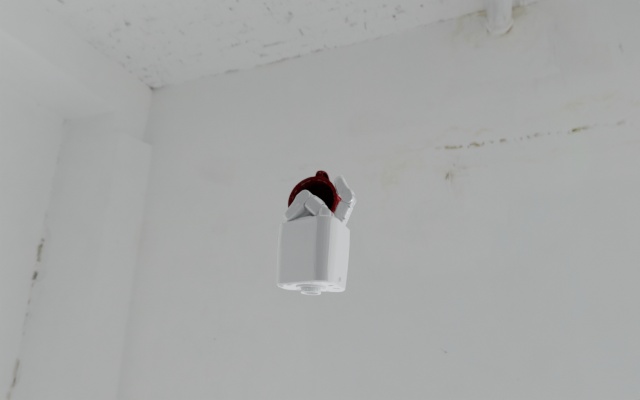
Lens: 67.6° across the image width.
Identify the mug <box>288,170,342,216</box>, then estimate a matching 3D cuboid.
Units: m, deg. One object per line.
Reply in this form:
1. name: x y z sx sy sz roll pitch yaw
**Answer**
1. mug: 0.000 0.002 0.873 0.093 0.117 0.081 -4 -22 21
